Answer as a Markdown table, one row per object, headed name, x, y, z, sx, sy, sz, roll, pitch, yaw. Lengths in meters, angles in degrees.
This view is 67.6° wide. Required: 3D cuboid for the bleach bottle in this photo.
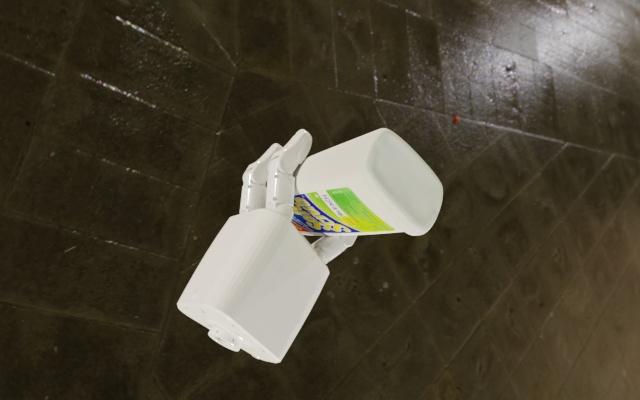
| name | x | y | z | sx | sy | sz | roll | pitch | yaw |
| --- | --- | --- | --- | --- | --- | --- | --- | --- | --- |
| bleach bottle | 0.000 | 0.002 | 0.513 | 0.102 | 0.068 | 0.251 | 42 | -32 | -23 |
